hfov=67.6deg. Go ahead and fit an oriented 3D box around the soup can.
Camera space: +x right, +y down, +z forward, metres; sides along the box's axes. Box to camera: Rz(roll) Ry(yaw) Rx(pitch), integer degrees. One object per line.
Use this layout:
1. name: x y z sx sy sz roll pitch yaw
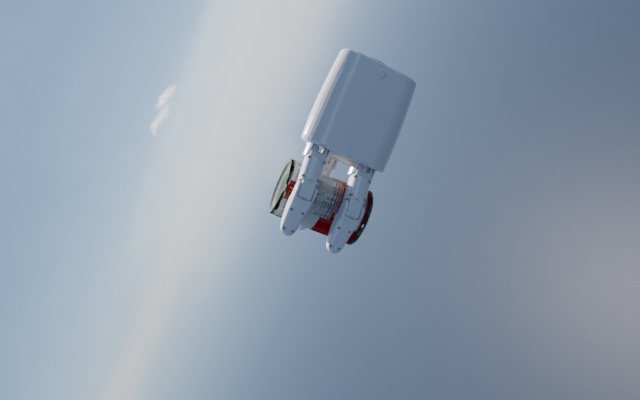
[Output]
1. soup can: 0.000 0.002 0.547 0.102 0.068 0.068 22 -5 -13
